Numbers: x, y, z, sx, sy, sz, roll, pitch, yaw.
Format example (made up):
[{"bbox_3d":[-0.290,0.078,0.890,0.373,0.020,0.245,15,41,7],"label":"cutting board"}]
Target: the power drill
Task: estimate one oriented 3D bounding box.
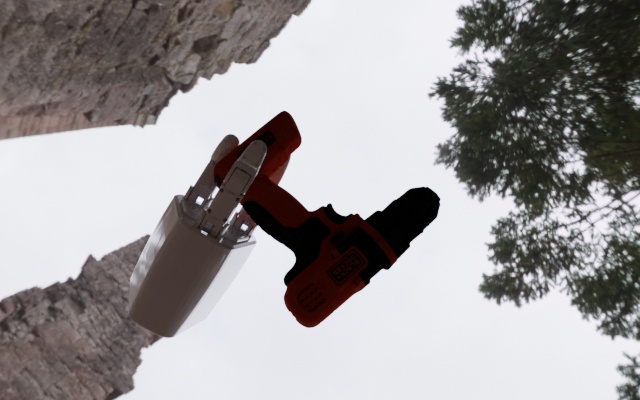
[{"bbox_3d":[0.000,0.001,0.477,0.184,0.187,0.057,-40,-13,-10],"label":"power drill"}]
